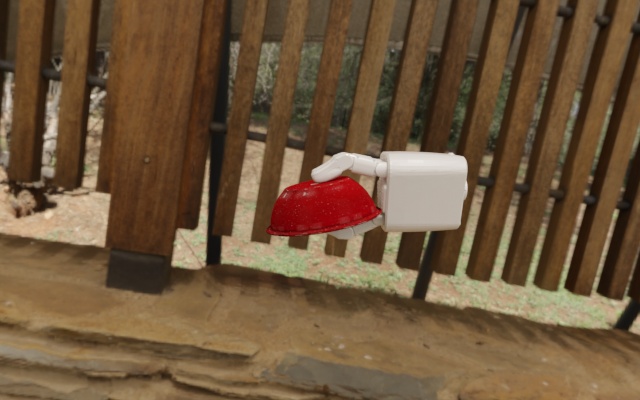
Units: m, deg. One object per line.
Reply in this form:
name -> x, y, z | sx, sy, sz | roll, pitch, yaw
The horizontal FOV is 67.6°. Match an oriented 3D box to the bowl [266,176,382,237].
bowl -> -0.001, 0.002, 0.653 | 0.162, 0.055, 0.162 | -10, 8, 2
